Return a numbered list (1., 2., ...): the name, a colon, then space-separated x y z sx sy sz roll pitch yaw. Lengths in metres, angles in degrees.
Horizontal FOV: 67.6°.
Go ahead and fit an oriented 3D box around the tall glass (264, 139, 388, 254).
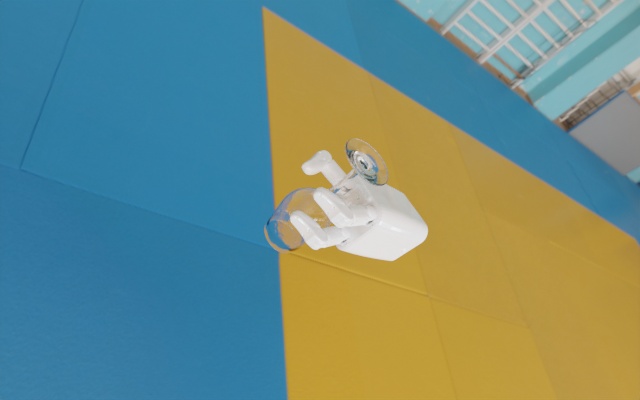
1. tall glass: 0.000 0.002 0.675 0.079 0.079 0.201 0 -32 -47
